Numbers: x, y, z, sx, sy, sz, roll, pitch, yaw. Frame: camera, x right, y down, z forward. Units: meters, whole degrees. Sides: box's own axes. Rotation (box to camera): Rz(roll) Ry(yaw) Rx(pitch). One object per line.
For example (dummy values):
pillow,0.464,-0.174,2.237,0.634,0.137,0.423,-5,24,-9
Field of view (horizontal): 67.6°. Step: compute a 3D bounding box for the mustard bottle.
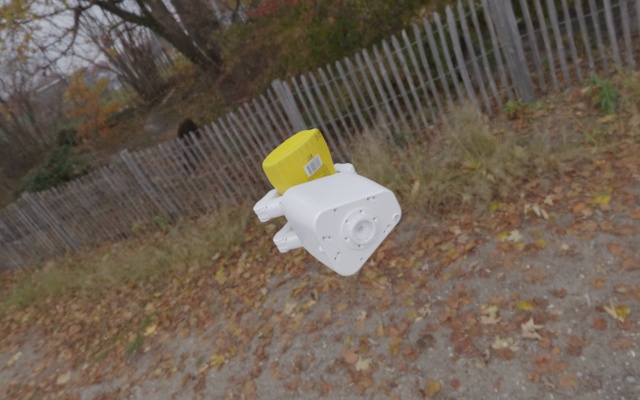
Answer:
mustard bottle,0.000,0.002,0.678,0.058,0.192,0.096,-2,34,47
